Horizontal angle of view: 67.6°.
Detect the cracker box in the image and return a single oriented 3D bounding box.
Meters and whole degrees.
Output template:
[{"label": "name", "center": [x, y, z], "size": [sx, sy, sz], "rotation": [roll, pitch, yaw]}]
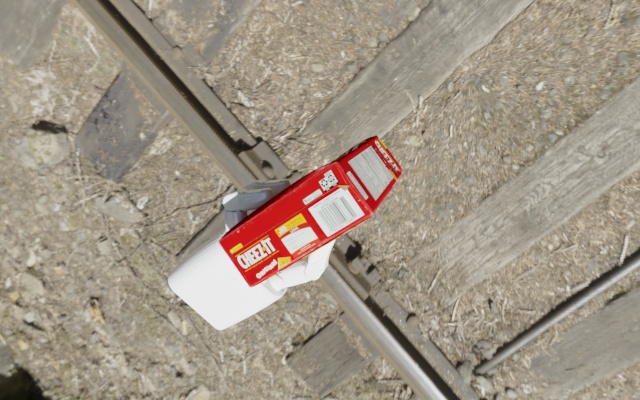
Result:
[{"label": "cracker box", "center": [0.000, 0.002, 0.573], "size": [0.164, 0.072, 0.213], "rotation": [-33, 3, 22]}]
